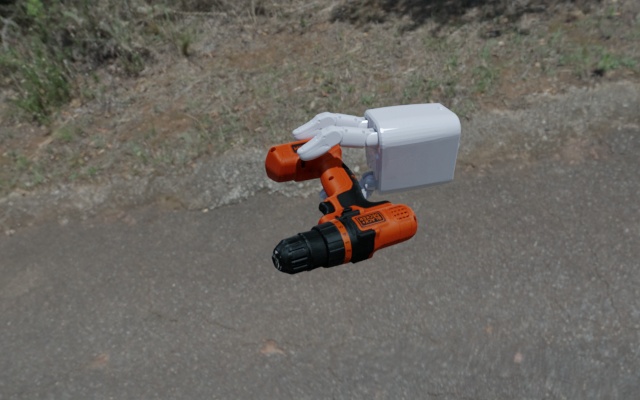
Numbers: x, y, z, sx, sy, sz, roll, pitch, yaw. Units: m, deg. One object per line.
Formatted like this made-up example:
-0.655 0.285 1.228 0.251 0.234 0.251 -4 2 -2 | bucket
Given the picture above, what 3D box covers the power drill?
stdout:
0.000 0.002 0.592 0.184 0.057 0.187 -13 48 -26 | power drill
